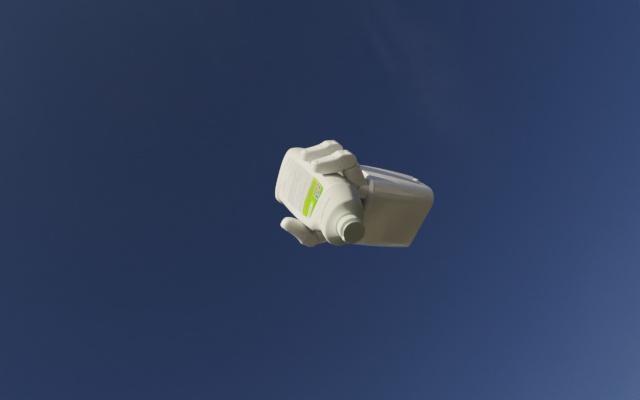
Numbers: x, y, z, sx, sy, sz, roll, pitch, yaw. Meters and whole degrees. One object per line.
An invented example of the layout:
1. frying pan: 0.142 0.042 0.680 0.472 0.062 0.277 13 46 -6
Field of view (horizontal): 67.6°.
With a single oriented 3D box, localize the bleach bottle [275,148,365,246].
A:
1. bleach bottle: 0.000 0.002 0.675 0.068 0.102 0.250 8 18 -21
